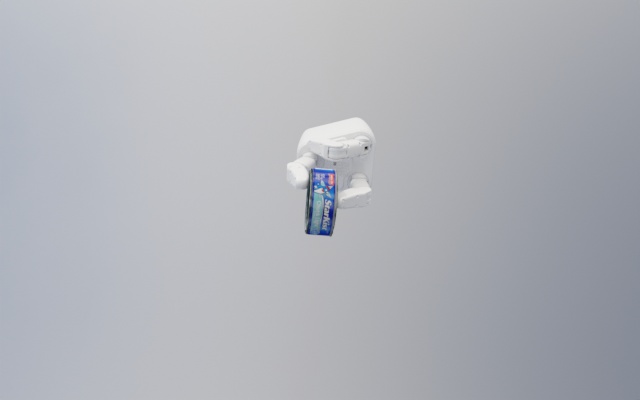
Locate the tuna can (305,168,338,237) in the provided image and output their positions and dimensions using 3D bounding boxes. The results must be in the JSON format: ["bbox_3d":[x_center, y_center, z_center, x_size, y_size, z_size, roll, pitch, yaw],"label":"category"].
[{"bbox_3d":[0.000,0.002,0.602,0.034,0.086,0.086,5,0,-5],"label":"tuna can"}]
